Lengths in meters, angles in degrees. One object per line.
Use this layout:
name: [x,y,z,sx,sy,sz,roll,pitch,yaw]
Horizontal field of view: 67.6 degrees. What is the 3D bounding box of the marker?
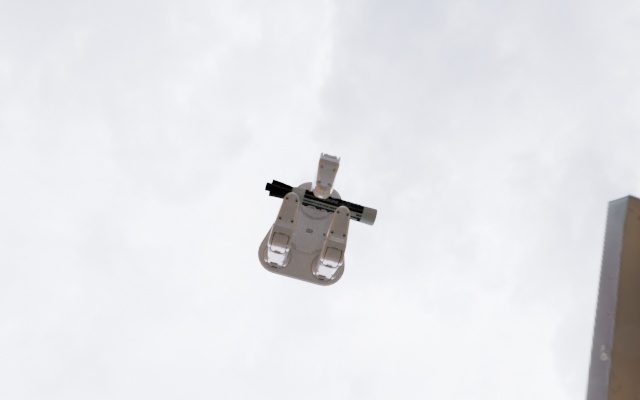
marker: [0.000,0.002,0.506,0.121,0.020,0.020,16,-1,-2]
